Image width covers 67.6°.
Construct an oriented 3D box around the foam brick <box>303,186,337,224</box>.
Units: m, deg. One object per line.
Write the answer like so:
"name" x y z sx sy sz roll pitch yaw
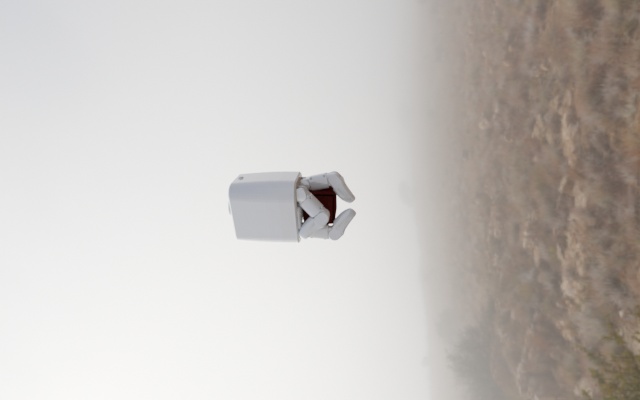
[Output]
"foam brick" 0.000 0.003 0.805 0.051 0.053 0.078 0 17 5
